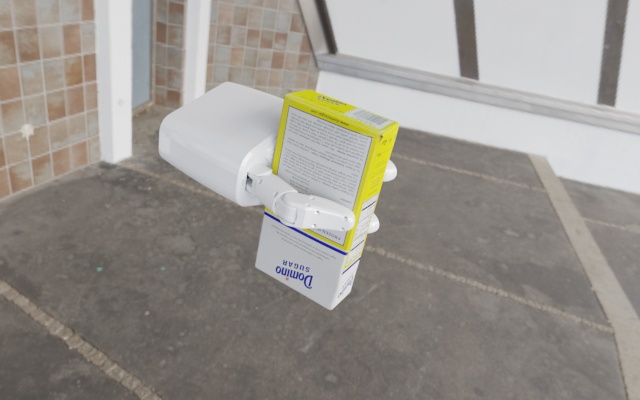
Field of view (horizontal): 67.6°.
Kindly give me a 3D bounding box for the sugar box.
[{"bbox_3d":[0.000,0.001,0.427,0.093,0.176,0.048,26,32,22],"label":"sugar box"}]
